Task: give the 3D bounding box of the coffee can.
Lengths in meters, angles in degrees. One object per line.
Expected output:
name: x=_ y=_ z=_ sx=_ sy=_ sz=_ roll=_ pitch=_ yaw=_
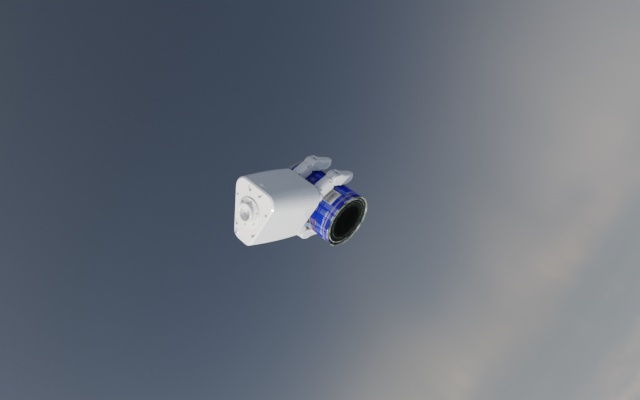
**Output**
coffee can: x=0.000 y=0.003 z=0.875 sx=0.140 sy=0.103 sz=0.103 roll=35 pitch=20 yaw=31
